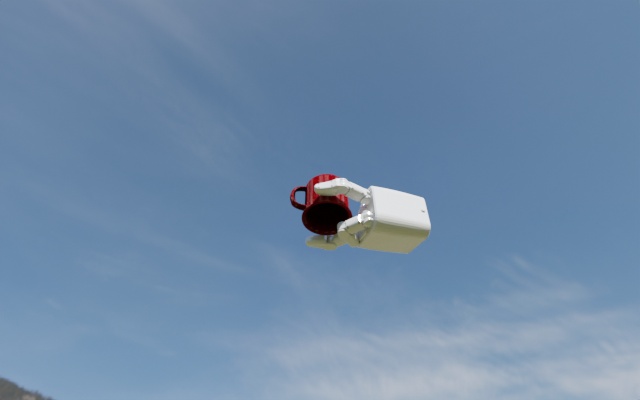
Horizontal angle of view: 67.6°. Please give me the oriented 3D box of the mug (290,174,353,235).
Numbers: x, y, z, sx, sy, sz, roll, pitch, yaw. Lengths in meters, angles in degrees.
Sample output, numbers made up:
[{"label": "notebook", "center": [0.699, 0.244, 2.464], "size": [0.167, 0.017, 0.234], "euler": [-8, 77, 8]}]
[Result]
[{"label": "mug", "center": [-0.001, 0.003, 0.892], "size": [0.117, 0.081, 0.093], "euler": [11, -46, -11]}]
